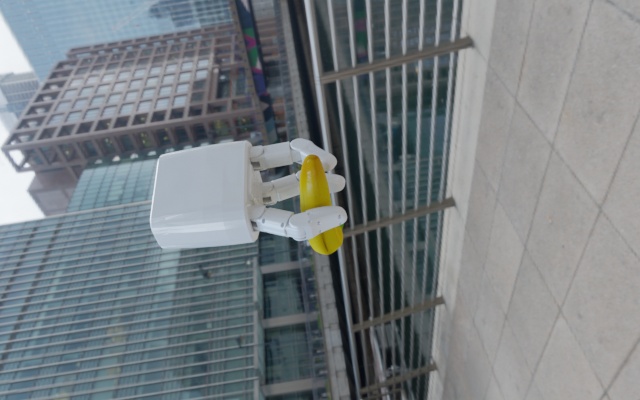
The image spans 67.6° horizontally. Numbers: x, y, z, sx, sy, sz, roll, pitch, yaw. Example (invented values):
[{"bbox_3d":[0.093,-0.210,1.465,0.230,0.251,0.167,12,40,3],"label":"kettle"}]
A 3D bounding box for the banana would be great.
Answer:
[{"bbox_3d":[0.001,0.020,0.561,0.037,0.069,0.198,-4,-24,8],"label":"banana"}]
